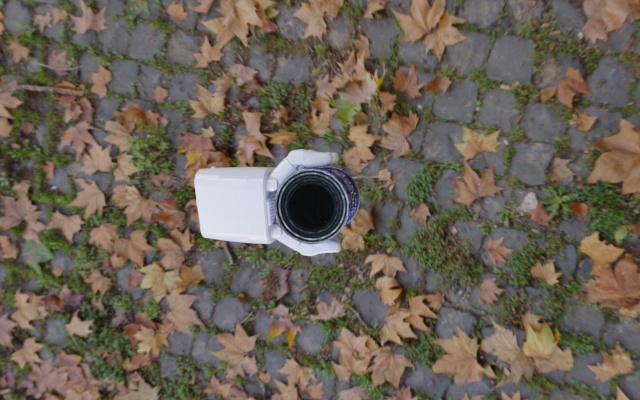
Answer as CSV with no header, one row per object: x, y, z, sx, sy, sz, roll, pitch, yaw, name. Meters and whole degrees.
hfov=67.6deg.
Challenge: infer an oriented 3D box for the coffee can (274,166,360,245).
0.000,0.002,0.702,0.103,0.103,0.140,0,5,10,coffee can
